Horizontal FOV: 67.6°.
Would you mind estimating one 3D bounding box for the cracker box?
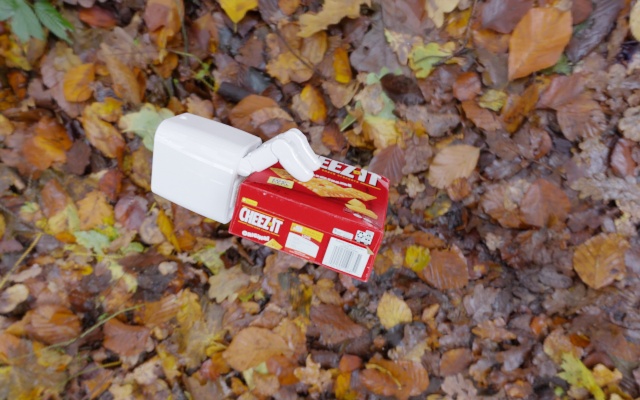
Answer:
[{"bbox_3d":[0.000,0.002,0.606,0.164,0.072,0.213,19,20,4],"label":"cracker box"}]
